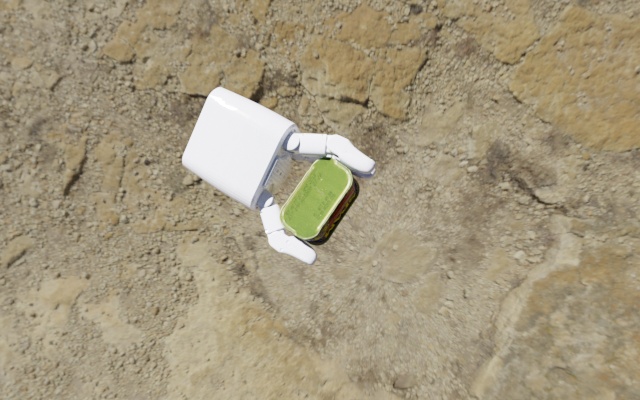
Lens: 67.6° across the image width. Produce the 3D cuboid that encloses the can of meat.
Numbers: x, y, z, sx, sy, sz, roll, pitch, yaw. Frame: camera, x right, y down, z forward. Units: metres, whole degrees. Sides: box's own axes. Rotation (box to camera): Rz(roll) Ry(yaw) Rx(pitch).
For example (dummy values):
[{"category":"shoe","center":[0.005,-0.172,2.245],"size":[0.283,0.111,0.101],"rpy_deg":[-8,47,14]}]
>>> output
[{"category":"can of meat","center":[0.000,0.002,0.571],"size":[0.057,0.102,0.084],"rpy_deg":[34,-2,11]}]
